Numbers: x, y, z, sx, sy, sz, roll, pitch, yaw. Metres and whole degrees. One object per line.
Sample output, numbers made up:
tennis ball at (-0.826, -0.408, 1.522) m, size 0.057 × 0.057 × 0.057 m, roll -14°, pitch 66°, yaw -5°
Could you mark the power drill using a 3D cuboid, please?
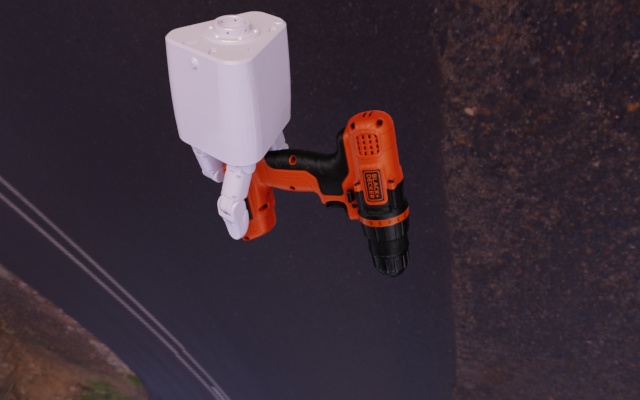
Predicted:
power drill at (0.000, 0.001, 0.516) m, size 0.187 × 0.184 × 0.057 m, roll -4°, pitch 24°, yaw 18°
